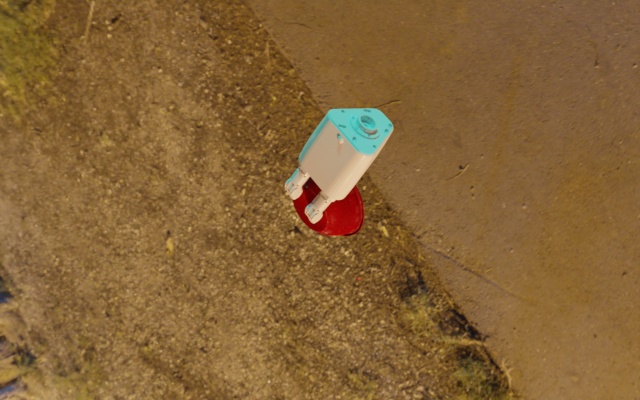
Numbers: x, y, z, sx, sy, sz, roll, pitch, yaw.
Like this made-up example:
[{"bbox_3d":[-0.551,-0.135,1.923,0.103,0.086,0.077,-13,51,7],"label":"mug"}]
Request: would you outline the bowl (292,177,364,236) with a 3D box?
[{"bbox_3d":[0.000,0.004,0.838,0.055,0.162,0.162,-31,18,-32],"label":"bowl"}]
